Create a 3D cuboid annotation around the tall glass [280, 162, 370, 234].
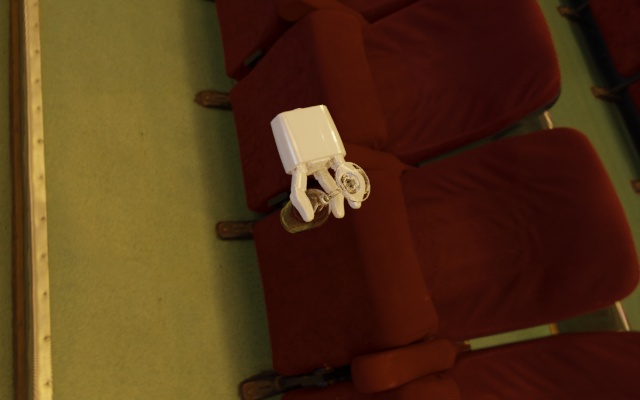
[{"bbox_3d":[0.001,0.003,0.886,0.079,0.079,0.201,0,-21,-36],"label":"tall glass"}]
